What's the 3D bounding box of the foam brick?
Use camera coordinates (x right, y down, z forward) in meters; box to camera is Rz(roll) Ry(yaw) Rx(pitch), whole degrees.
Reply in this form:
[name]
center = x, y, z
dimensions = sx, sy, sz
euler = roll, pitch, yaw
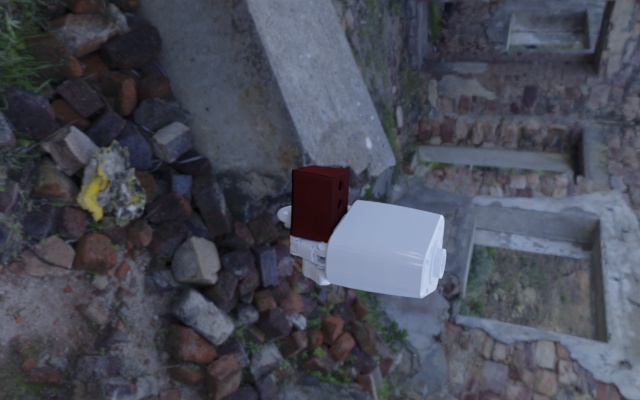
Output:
[foam brick]
center = 0.000, 0.002, 0.550
dimensions = 0.051, 0.078, 0.053
euler = 8, 16, 24
